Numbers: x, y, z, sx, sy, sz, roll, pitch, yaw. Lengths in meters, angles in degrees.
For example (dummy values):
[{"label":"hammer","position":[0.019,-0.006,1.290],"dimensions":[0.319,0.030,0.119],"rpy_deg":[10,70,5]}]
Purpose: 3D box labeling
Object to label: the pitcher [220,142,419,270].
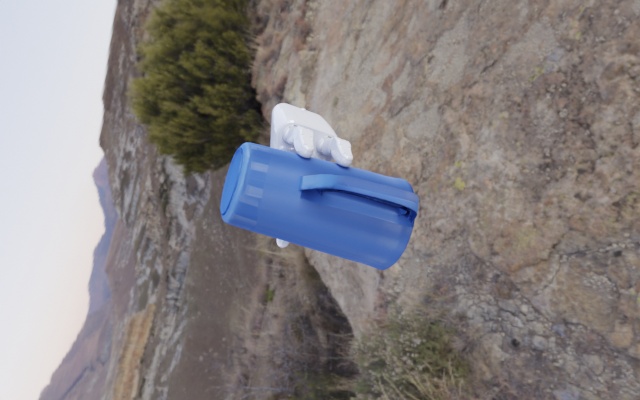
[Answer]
[{"label":"pitcher","position":[0.000,0.002,0.637],"dimensions":[0.243,0.149,0.145],"rpy_deg":[15,26,-20]}]
